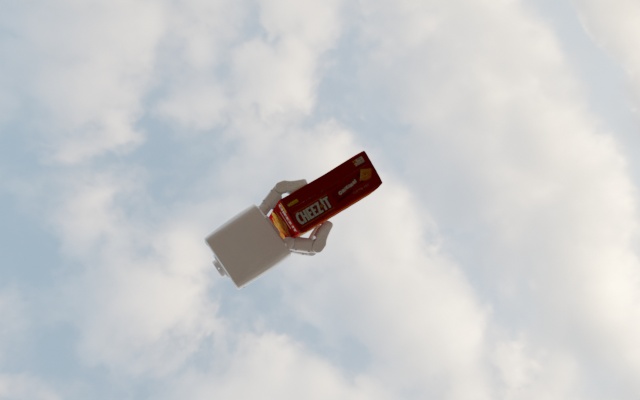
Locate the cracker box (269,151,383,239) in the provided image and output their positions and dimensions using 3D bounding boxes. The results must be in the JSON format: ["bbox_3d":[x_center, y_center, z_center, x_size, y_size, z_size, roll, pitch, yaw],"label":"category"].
[{"bbox_3d":[0.000,0.003,0.850,0.164,0.072,0.214,-31,-1,-14],"label":"cracker box"}]
